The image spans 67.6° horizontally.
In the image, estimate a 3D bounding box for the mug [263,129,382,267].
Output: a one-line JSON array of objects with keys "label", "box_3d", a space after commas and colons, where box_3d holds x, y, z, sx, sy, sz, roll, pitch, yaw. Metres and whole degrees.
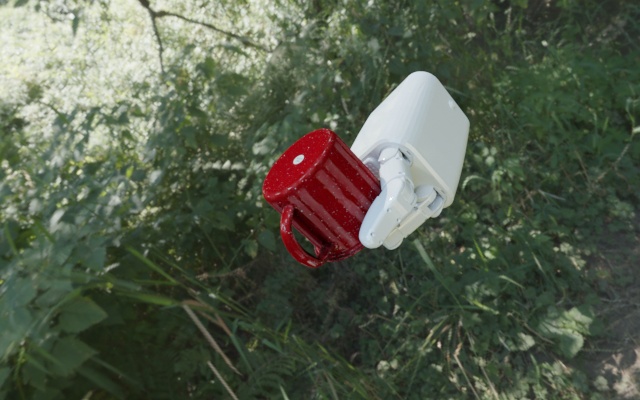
[{"label": "mug", "box_3d": [-0.001, 0.002, 0.409, 0.093, 0.117, 0.081, -17, -52, 45]}]
